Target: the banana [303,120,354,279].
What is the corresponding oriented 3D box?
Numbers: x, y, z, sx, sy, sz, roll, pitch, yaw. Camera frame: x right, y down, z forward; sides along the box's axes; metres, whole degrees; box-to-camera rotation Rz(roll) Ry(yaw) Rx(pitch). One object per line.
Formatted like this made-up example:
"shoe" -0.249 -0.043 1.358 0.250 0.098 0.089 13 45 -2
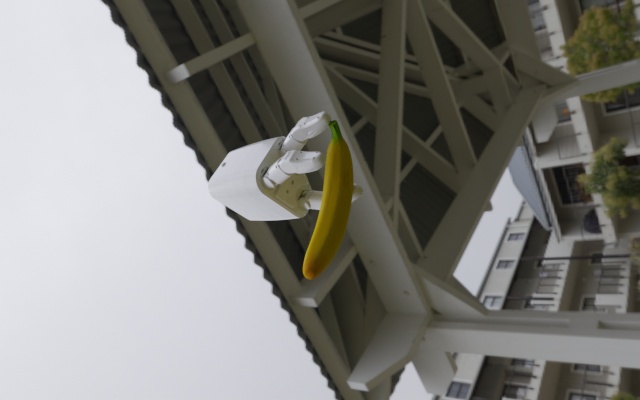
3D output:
"banana" 0.011 0.005 0.591 0.037 0.197 0.070 -5 -22 35
